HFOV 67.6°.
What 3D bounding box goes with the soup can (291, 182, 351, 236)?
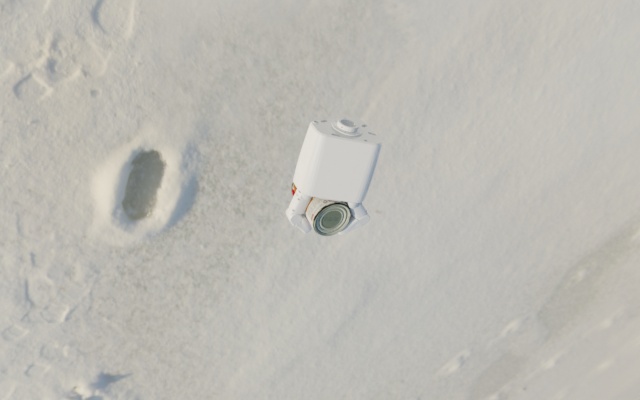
[{"bbox_3d":[0.000,0.003,0.796,0.068,0.068,0.102,0,36,-28],"label":"soup can"}]
